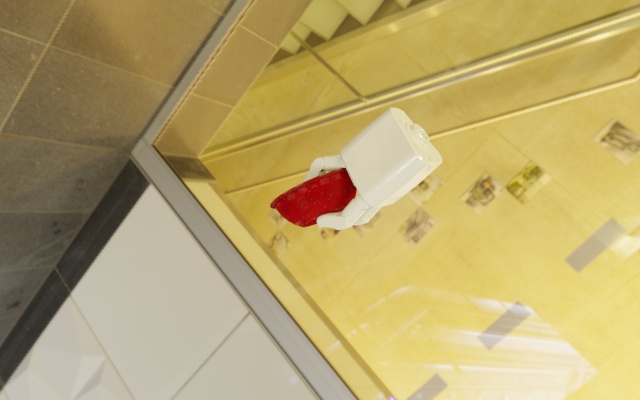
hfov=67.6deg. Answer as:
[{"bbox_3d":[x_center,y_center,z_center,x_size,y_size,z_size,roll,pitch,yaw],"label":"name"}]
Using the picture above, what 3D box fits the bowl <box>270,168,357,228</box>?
[{"bbox_3d":[0.000,0.004,0.798,0.162,0.055,0.162,-22,-8,-3],"label":"bowl"}]
